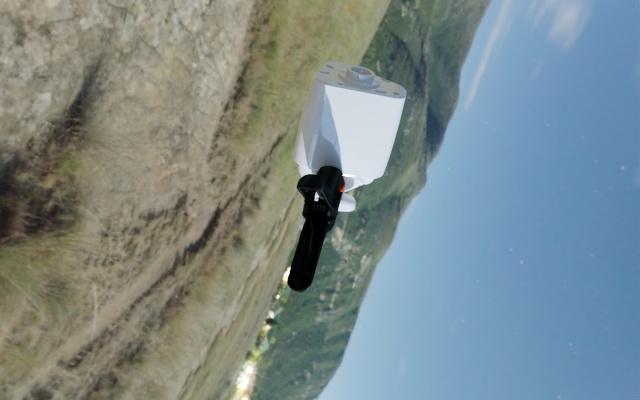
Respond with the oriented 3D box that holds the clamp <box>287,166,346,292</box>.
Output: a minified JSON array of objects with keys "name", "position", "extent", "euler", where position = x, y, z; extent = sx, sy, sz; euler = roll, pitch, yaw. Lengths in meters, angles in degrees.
[{"name":"clamp","position":[0.001,0.002,0.507],"extent":[0.039,0.120,0.171],"euler":[15,32,4]}]
